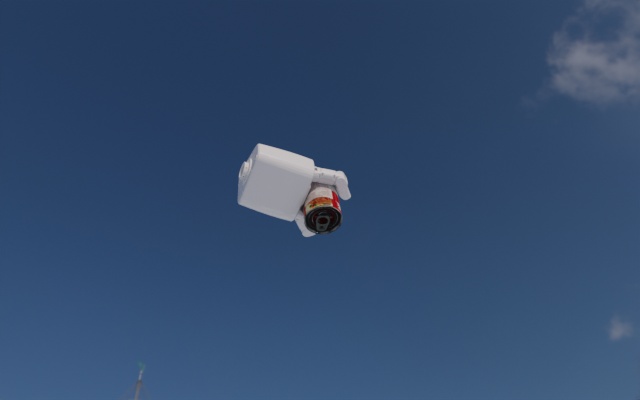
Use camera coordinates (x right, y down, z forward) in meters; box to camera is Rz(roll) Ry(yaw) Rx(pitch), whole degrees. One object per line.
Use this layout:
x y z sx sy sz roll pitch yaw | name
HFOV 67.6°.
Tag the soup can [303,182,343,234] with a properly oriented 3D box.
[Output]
0.001 0.003 0.871 0.068 0.069 0.102 0 40 -7 | soup can
